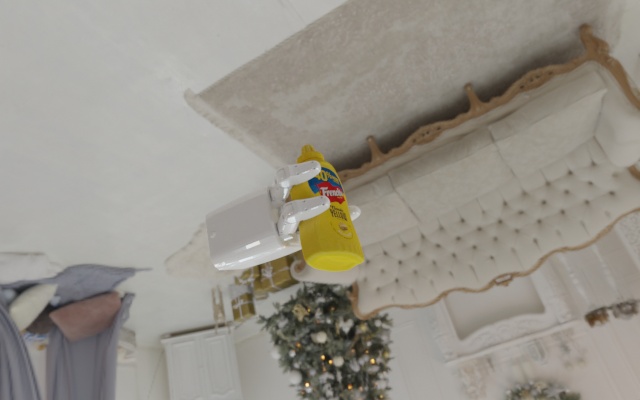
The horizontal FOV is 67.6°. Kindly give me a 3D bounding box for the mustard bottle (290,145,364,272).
[{"bbox_3d":[0.000,0.002,0.678,0.058,0.191,0.096,-35,-34,33],"label":"mustard bottle"}]
